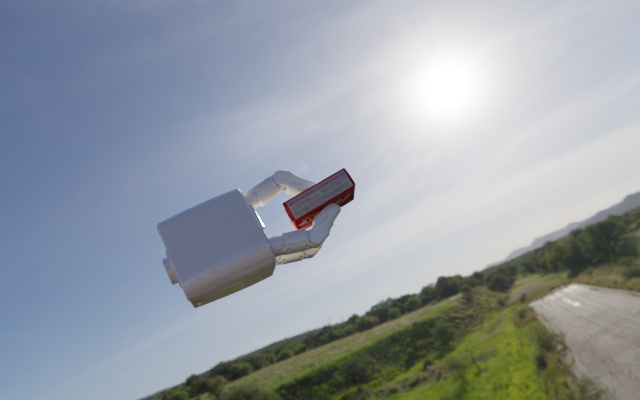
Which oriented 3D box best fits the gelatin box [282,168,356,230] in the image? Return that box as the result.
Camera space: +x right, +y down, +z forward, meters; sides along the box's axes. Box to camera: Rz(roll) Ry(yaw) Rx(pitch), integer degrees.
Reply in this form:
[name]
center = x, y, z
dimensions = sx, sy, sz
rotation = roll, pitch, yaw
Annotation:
[gelatin box]
center = 0.000, 0.001, 0.601
dimensions = 0.089, 0.030, 0.073
rotation = -31, -13, -5
